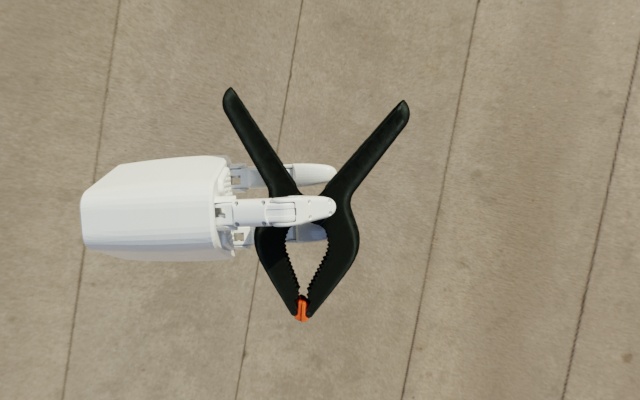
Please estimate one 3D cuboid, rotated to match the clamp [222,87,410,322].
[{"bbox_3d":[0.000,0.002,0.427,0.164,0.210,0.036,-3,4,1],"label":"clamp"}]
